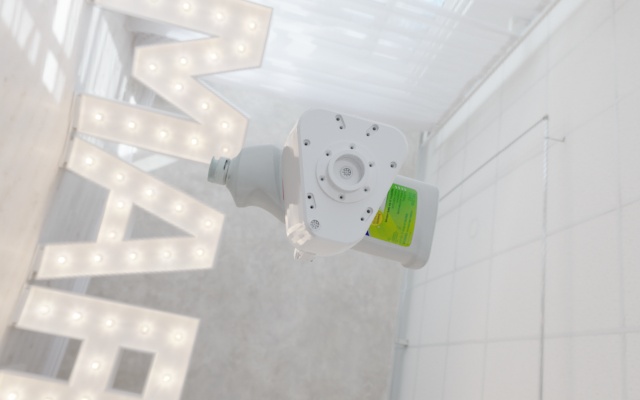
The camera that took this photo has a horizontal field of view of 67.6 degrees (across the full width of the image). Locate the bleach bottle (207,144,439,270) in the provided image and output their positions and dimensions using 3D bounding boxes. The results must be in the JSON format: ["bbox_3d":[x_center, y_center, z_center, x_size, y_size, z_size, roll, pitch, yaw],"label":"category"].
[{"bbox_3d":[0.000,0.002,0.532,0.251,0.102,0.068,13,-10,-7],"label":"bleach bottle"}]
